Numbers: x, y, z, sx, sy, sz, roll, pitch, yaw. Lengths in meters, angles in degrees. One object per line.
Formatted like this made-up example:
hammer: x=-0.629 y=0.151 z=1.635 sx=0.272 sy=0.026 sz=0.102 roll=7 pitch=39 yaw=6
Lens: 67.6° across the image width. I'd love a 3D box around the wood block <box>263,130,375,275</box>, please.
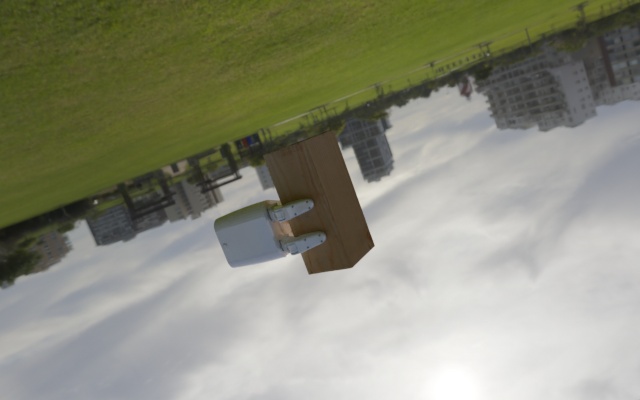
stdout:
wood block: x=0.000 y=0.003 z=0.771 sx=0.090 sy=0.206 sz=0.090 roll=-15 pitch=10 yaw=34
